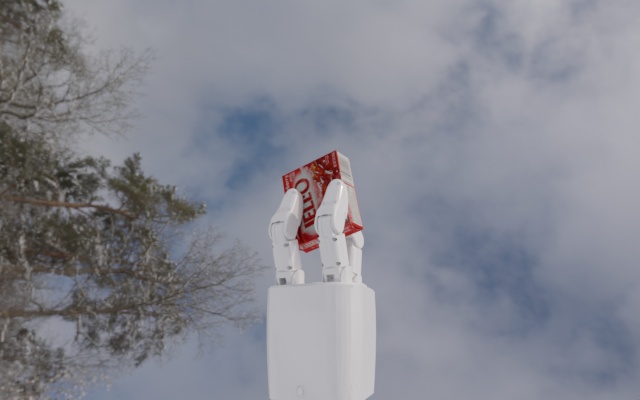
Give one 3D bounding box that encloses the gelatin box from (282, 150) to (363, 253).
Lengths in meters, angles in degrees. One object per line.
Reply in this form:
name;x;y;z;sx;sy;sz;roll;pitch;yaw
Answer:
gelatin box;0.000;0.001;0.504;0.073;0.089;0.030;-24;-29;27
